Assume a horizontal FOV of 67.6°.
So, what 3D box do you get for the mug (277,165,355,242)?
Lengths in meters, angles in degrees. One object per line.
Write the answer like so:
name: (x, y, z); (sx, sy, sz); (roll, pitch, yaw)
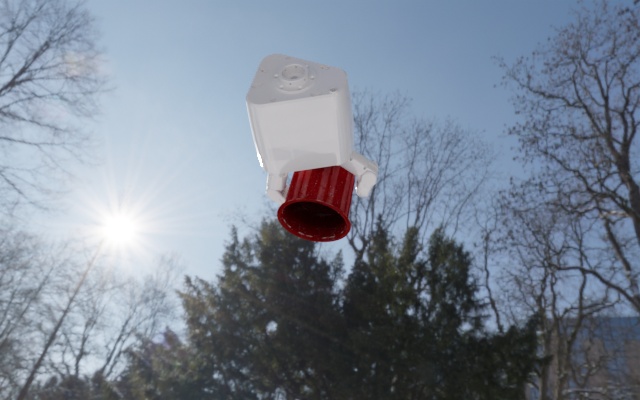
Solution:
mug: (0.000, 0.003, 0.622); (0.093, 0.081, 0.117); (6, -36, 11)
